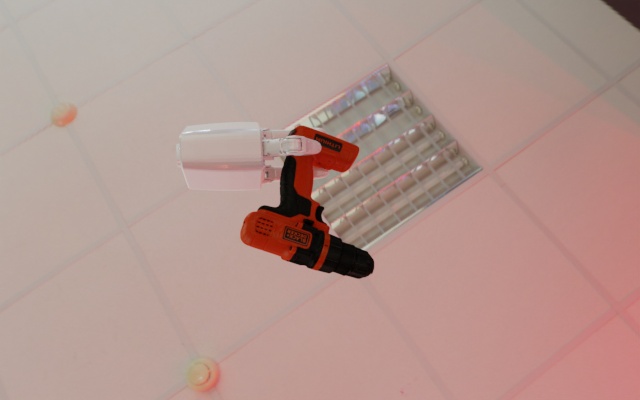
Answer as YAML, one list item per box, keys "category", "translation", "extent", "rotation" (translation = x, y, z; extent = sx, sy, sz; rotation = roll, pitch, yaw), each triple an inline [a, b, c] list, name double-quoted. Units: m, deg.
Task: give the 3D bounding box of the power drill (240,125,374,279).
- category: "power drill"
  translation: [0.000, 0.002, 0.652]
  extent: [0.184, 0.187, 0.057]
  rotation: [20, -28, -14]
